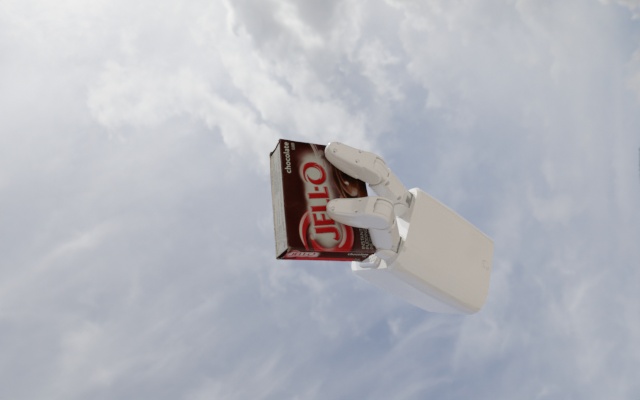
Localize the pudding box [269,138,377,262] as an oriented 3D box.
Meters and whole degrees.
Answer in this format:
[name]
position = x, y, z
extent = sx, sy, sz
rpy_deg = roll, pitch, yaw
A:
[pudding box]
position = 0.000, 0.002, 0.459
extent = 0.090, 0.113, 0.039
rpy_deg = 5, -27, -27
